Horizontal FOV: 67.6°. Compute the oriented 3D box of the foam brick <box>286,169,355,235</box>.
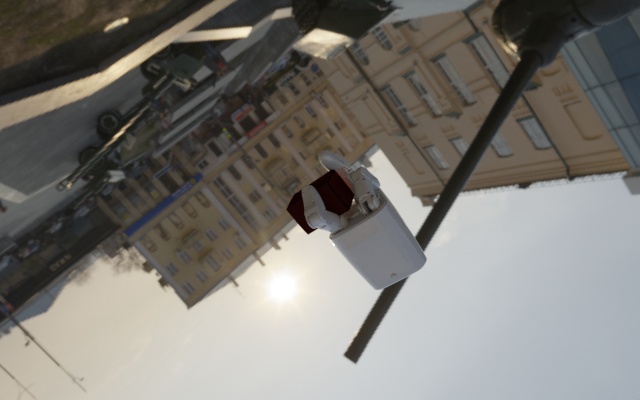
[{"bbox_3d":[0.000,0.002,0.680,0.078,0.051,0.053,-32,16,25],"label":"foam brick"}]
